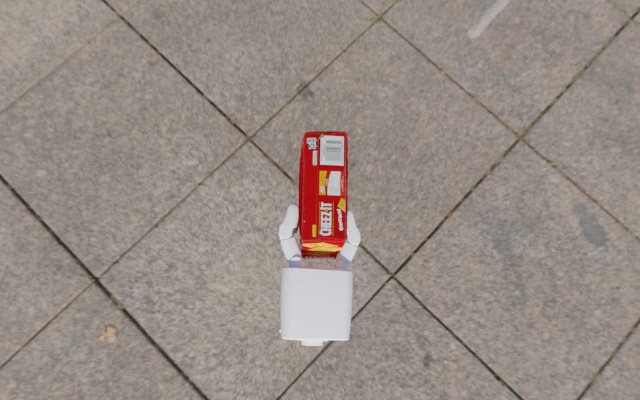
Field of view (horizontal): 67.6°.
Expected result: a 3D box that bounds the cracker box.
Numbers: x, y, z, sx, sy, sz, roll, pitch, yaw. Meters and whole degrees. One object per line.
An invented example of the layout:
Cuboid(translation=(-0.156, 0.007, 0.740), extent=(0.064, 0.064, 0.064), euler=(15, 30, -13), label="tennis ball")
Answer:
Cuboid(translation=(0.000, 0.002, 0.770), extent=(0.072, 0.164, 0.214), euler=(1, -13, -3), label="cracker box")
